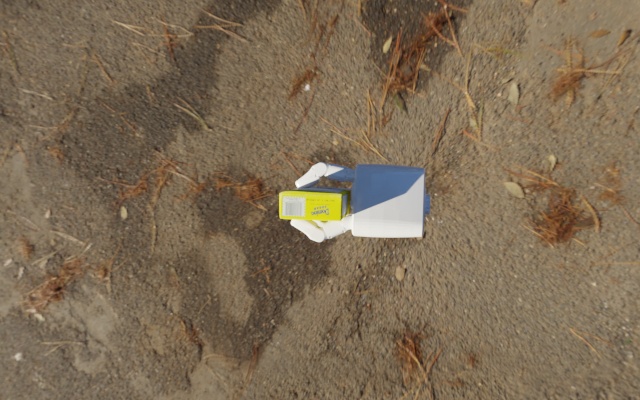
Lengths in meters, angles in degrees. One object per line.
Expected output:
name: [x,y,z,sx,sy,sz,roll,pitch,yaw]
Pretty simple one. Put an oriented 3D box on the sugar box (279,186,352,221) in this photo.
sugar box: [0.000,0.003,0.767,0.093,0.048,0.176,3,2,10]
